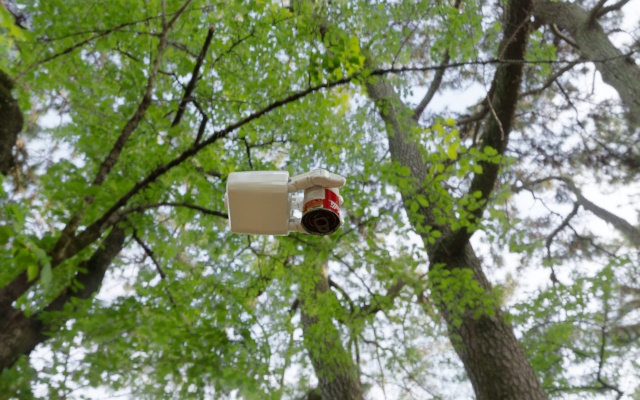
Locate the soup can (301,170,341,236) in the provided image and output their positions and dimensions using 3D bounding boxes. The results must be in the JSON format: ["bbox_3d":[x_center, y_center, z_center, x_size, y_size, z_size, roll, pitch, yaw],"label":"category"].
[{"bbox_3d":[0.001,0.002,0.847,0.068,0.069,0.102,0,45,0],"label":"soup can"}]
